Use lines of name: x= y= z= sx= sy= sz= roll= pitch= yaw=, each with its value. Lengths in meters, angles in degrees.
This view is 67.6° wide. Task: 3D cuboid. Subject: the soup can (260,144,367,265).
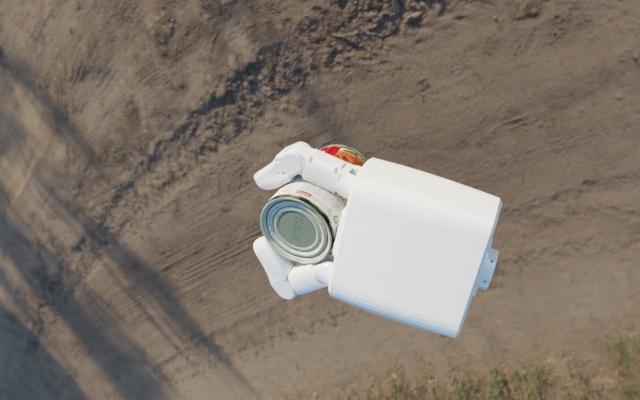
soup can: x=-0.001 y=0.001 z=0.423 sx=0.068 sy=0.068 sz=0.102 roll=0 pitch=29 yaw=28
